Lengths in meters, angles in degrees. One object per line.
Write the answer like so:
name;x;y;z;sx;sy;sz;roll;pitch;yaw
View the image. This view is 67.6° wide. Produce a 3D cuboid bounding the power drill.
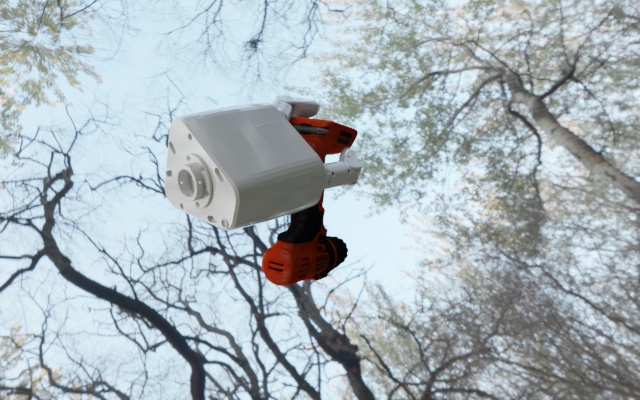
power drill;0.000;0.001;0.570;0.057;0.187;0.184;8;4;21
